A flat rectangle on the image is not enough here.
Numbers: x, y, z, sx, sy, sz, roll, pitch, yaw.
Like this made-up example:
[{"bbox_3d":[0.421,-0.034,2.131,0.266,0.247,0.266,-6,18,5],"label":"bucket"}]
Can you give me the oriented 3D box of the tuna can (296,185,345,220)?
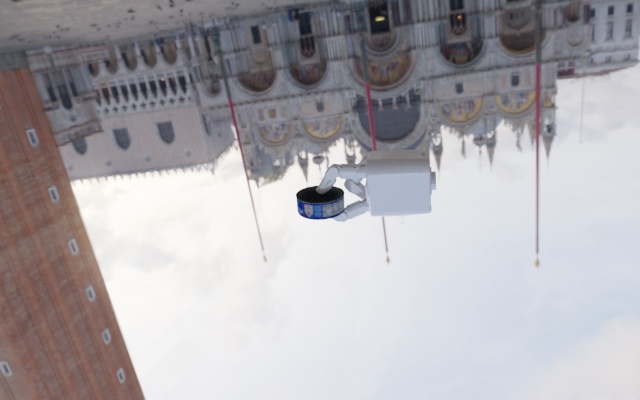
[{"bbox_3d":[0.000,0.003,0.842,0.086,0.034,0.086,-3,22,1],"label":"tuna can"}]
